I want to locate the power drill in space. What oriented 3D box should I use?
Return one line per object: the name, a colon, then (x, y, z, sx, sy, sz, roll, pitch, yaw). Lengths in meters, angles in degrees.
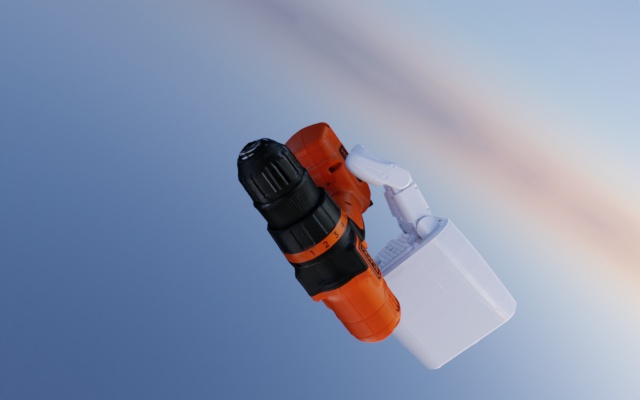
power drill: (0.000, 0.001, 0.404, 0.057, 0.184, 0.187, -26, 26, 14)
